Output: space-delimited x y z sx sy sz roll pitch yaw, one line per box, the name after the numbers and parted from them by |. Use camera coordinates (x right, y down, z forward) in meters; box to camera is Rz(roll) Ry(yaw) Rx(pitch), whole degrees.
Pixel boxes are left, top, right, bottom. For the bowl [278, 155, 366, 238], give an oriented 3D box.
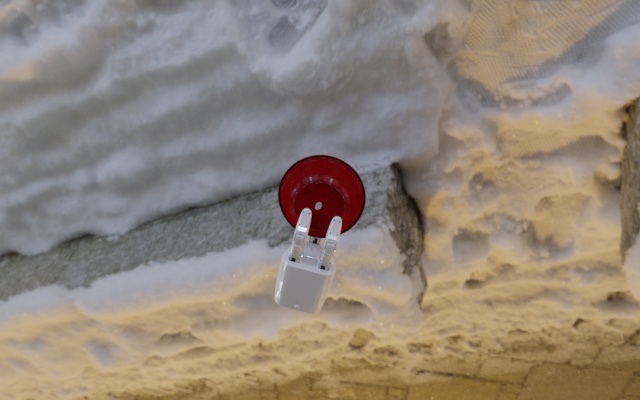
0.000 0.002 0.850 0.162 0.162 0.055 0 19 5 | bowl
